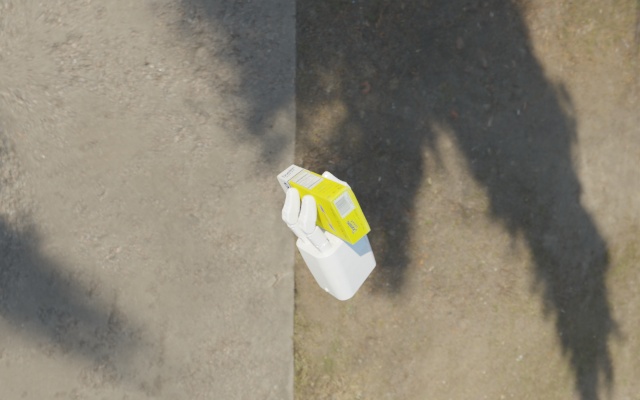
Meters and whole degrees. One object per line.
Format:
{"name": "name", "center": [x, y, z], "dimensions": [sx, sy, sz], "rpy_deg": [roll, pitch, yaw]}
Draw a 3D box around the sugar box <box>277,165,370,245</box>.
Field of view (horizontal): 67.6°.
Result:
{"name": "sugar box", "center": [0.000, 0.003, 0.795], "dimensions": [0.048, 0.093, 0.176], "rpy_deg": [-39, 31, -20]}
